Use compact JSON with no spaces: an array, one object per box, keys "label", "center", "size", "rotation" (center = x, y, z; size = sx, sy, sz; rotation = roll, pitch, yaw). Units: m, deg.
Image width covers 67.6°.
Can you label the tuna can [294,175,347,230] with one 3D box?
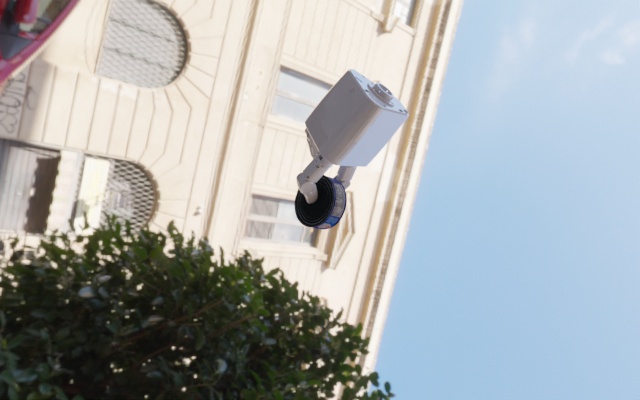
[{"label":"tuna can","center":[0.000,0.003,0.755],"size":[0.086,0.086,0.034],"rotation":[0,-11,44]}]
